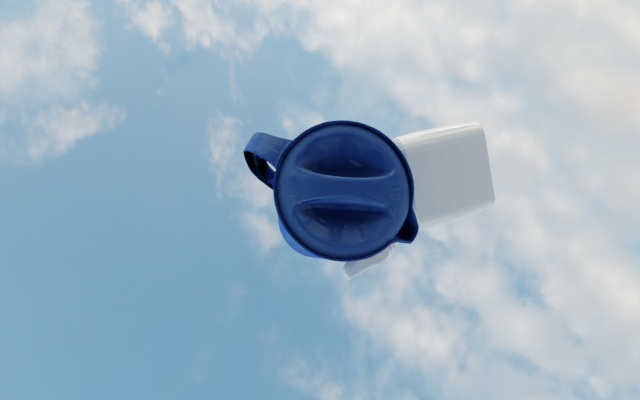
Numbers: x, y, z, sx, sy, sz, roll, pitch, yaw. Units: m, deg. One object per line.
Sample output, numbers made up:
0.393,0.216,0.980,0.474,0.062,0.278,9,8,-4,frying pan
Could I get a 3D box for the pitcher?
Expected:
0.000,0.002,0.551,0.145,0.149,0.243,-16,-7,-10,pitcher
